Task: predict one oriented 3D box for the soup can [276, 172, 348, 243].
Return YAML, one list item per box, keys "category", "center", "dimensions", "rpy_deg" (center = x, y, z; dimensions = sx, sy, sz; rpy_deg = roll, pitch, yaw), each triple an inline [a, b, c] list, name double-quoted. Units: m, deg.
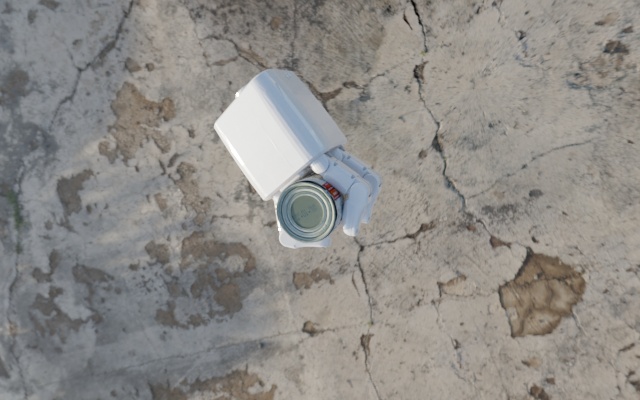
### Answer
- category: "soup can"
  center: [0.000, 0.002, 0.534]
  dimensions: [0.068, 0.068, 0.102]
  rpy_deg: [0, 12, 18]
